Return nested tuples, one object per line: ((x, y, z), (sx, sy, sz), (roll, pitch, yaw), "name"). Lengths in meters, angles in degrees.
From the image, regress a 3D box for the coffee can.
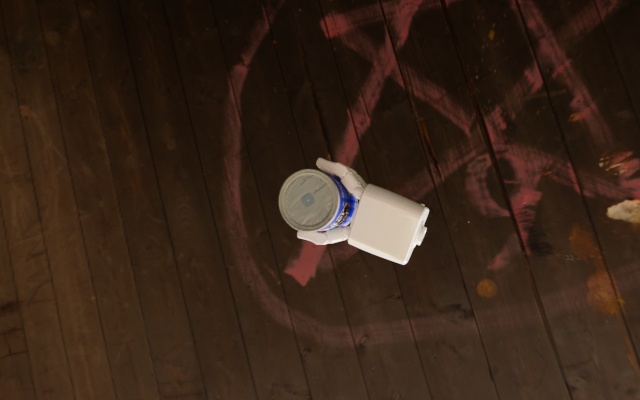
((0.000, 0.003, 0.836), (0.103, 0.103, 0.140), (0, -2, 17), "coffee can")
